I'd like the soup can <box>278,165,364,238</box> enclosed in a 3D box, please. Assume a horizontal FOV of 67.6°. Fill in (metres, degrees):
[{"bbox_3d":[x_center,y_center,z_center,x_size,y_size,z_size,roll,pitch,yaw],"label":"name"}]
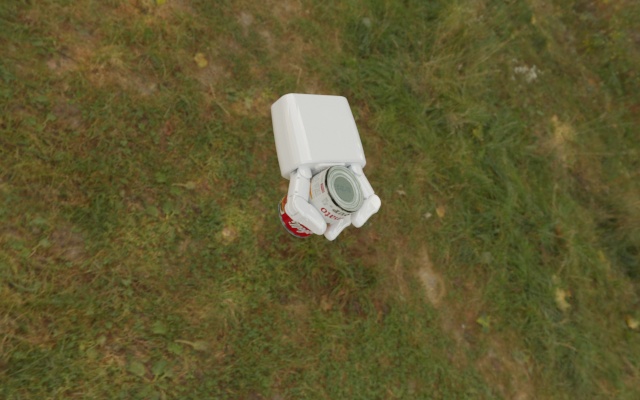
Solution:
[{"bbox_3d":[0.000,0.002,0.644,0.068,0.068,0.102,0,-21,-44],"label":"soup can"}]
